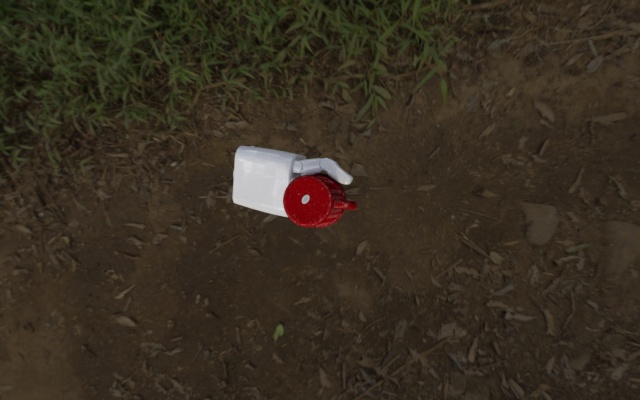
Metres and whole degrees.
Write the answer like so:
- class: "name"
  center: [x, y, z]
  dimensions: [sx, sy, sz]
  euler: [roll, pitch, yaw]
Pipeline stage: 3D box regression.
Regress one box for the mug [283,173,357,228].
- class: "mug"
  center: [0.001, 0.003, 0.767]
  dimensions: [0.117, 0.093, 0.081]
  euler: [10, 3, 14]
